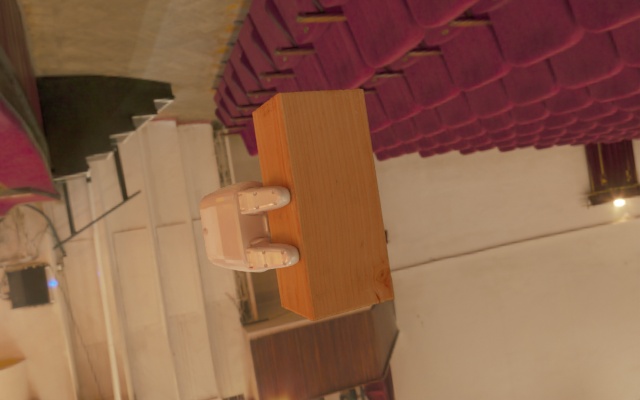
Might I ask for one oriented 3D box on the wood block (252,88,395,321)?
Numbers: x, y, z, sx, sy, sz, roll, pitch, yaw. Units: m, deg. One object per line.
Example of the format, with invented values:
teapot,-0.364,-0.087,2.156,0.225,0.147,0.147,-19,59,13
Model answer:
wood block,0.000,0.002,0.481,0.091,0.206,0.090,-9,1,-25
